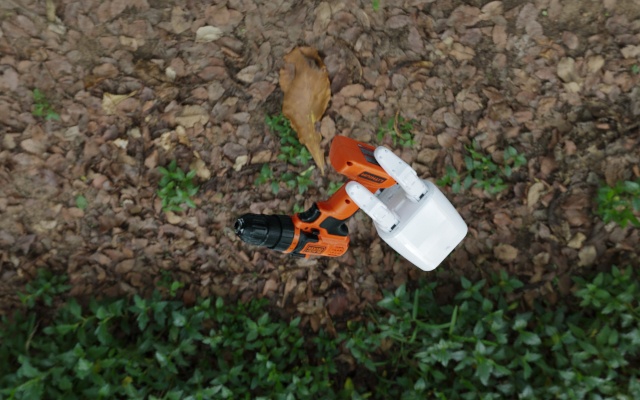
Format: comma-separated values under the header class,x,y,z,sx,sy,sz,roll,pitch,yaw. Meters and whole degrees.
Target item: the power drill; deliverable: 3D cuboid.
class,x,y,z,sx,sy,sz,roll,pitch,yaw
power drill,0.001,0.002,0.634,0.184,0.057,0.188,11,-48,-40
